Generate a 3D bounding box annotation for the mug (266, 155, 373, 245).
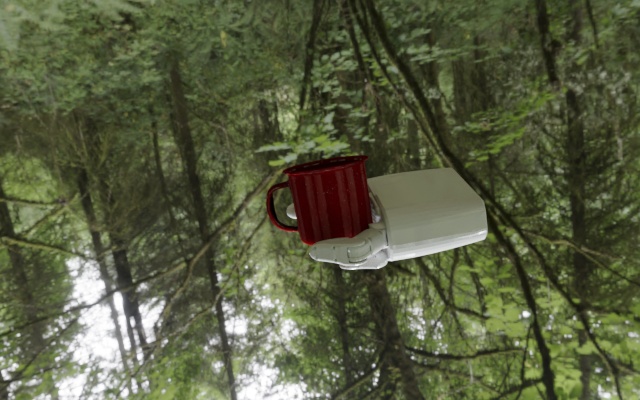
[{"bbox_3d":[-0.001,0.002,0.514,0.117,0.081,0.093,-10,10,-2],"label":"mug"}]
